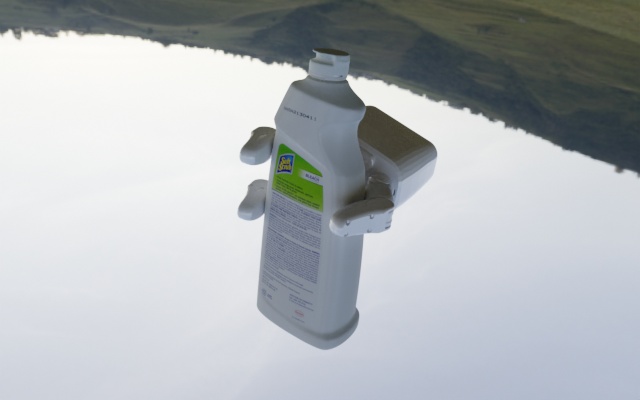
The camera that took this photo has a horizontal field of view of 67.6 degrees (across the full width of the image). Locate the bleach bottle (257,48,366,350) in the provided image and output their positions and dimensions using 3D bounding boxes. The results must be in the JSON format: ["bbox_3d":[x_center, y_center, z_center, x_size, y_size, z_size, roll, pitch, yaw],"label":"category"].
[{"bbox_3d":[0.000,0.001,0.414,0.102,0.251,0.068,22,29,28],"label":"bleach bottle"}]
